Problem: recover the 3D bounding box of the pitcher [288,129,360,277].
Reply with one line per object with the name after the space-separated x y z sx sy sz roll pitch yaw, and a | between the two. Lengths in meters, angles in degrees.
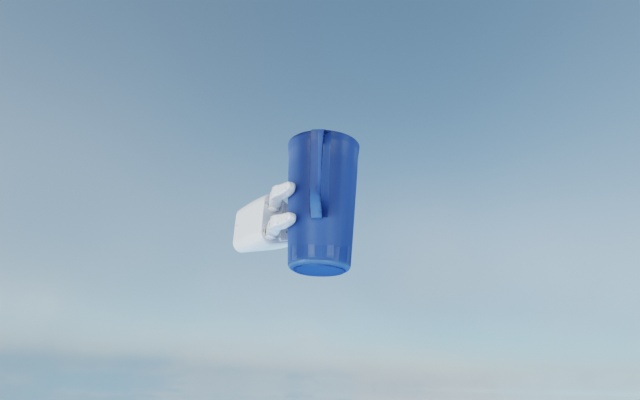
0.000 0.003 0.840 0.149 0.242 0.145 18 -26 -37 | pitcher
